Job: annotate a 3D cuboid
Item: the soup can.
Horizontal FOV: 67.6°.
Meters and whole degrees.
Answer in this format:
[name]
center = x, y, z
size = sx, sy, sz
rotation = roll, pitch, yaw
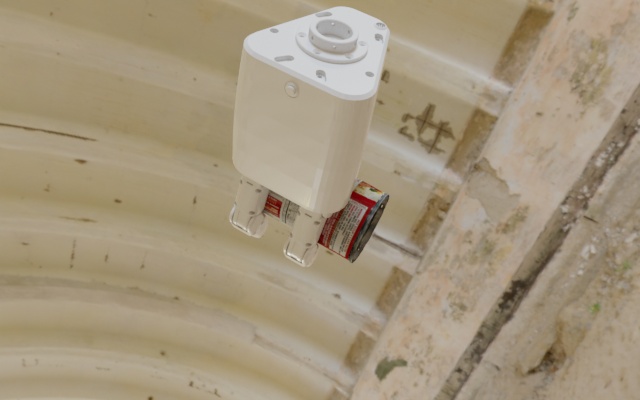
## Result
[soup can]
center = 0.000, 0.002, 0.424
size = 0.102, 0.068, 0.068
rotation = 28, 6, 12
